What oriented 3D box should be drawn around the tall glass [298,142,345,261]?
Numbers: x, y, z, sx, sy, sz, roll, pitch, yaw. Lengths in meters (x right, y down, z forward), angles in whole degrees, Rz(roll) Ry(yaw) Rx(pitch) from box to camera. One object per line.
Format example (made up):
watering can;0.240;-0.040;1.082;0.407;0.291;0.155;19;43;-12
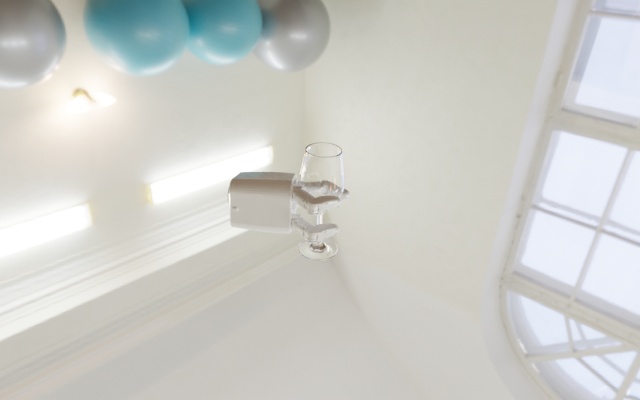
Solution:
tall glass;0.000;0.003;0.834;0.079;0.201;0.079;3;29;-2
